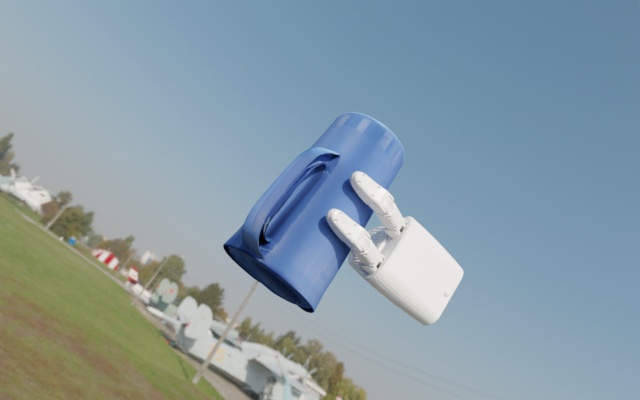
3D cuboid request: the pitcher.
[{"bbox_3d":[0.000,0.002,0.592,0.145,0.242,0.149,41,-20,-15],"label":"pitcher"}]
